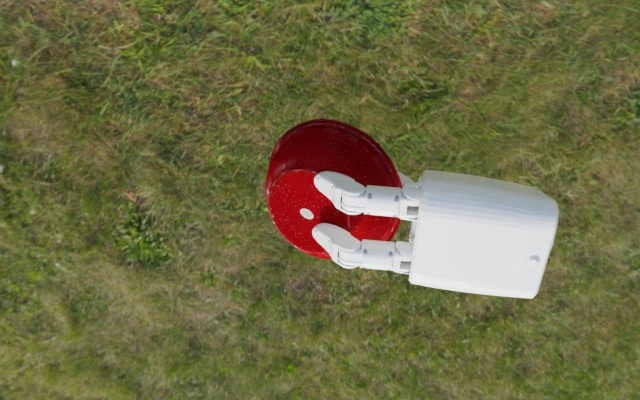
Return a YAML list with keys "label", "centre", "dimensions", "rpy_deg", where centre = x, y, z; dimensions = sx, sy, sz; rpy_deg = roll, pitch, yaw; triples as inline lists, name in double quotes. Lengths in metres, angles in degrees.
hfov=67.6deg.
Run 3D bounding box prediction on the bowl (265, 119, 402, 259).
- label: "bowl"
  centre: [-0.001, 0.002, 0.491]
  dimensions: [0.162, 0.162, 0.055]
  rpy_deg: [0, 23, 31]
